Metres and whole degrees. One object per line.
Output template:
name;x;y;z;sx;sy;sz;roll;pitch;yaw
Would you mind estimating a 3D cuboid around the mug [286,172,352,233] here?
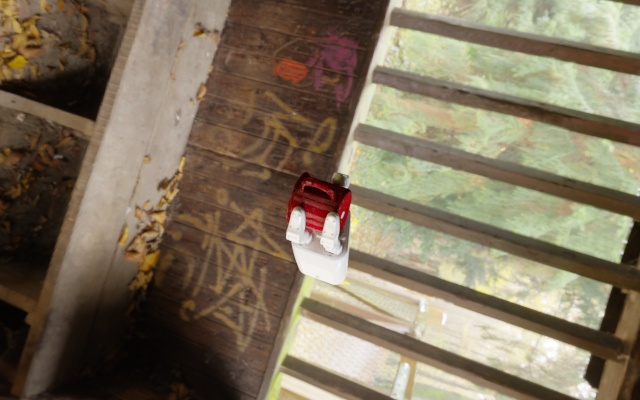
mug;0.000;0.002;0.766;0.081;0.093;0.117;18;-31;15
